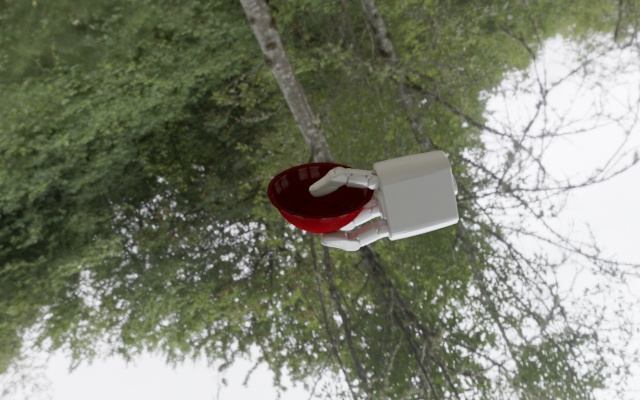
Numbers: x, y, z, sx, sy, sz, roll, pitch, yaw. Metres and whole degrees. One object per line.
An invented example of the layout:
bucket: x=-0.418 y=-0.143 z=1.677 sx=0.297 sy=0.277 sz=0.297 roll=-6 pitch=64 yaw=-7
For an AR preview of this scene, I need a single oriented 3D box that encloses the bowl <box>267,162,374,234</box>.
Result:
bowl: x=-0.001 y=0.003 z=0.736 sx=0.162 sy=0.055 sz=0.162 roll=-1 pitch=33 yaw=0
